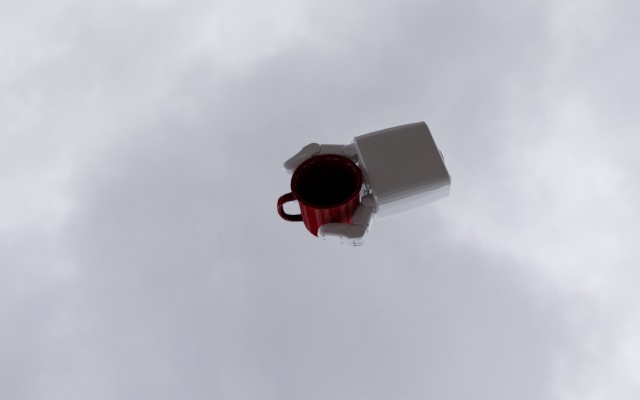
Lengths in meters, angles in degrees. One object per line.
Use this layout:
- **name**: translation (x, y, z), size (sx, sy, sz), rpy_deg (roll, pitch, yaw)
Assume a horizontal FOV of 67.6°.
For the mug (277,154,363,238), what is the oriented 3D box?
- **mug**: translation (-0.001, 0.003, 0.637), size (0.117, 0.093, 0.082), rpy_deg (-15, -38, -4)
